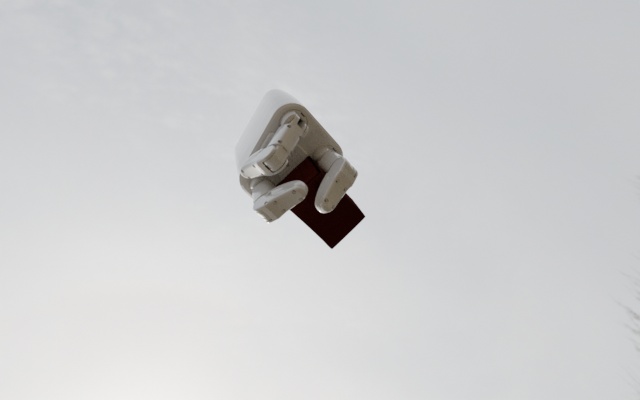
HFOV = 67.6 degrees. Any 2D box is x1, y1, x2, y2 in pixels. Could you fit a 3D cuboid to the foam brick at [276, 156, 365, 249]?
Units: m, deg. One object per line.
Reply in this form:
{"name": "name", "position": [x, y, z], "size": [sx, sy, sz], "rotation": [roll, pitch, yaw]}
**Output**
{"name": "foam brick", "position": [0.000, 0.002, 0.513], "size": [0.078, 0.053, 0.051], "rotation": [45, 5, -27]}
